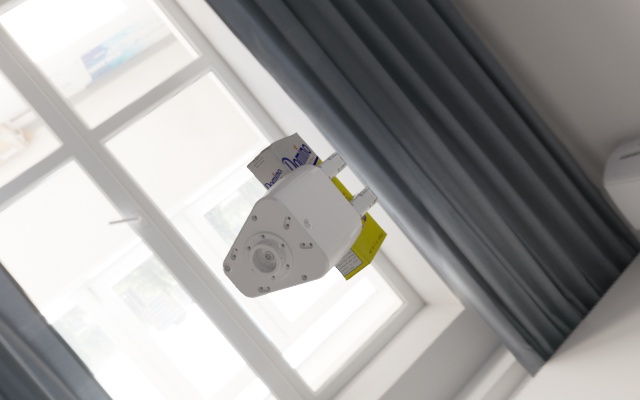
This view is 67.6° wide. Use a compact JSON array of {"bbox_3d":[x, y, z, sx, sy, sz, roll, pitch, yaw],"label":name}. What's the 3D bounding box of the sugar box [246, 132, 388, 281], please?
[{"bbox_3d":[0.000,0.002,0.575,0.048,0.176,0.093,-39,2,27],"label":"sugar box"}]
